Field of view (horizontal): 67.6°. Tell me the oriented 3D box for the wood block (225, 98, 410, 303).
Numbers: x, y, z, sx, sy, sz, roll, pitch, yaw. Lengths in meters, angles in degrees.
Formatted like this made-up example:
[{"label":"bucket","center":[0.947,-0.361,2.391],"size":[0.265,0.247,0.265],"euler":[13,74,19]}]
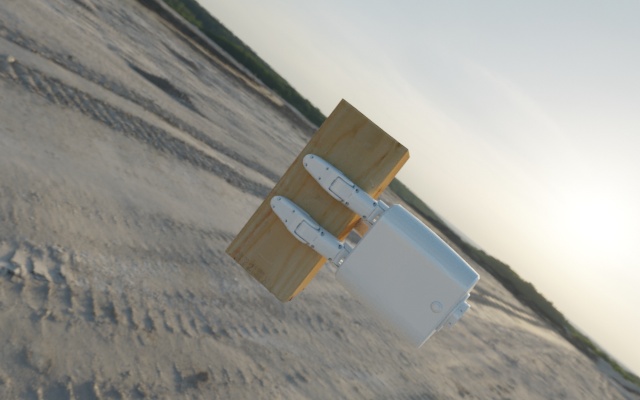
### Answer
[{"label":"wood block","center":[0.001,0.002,0.539],"size":[0.090,0.206,0.091],"euler":[40,7,9]}]
